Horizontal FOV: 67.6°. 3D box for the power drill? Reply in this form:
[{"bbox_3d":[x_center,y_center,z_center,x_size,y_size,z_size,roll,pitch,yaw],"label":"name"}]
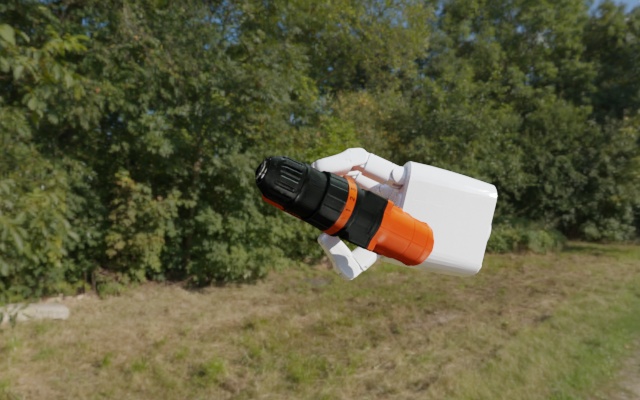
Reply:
[{"bbox_3d":[0.000,0.002,0.491,0.184,0.057,0.187,27,-1,-23],"label":"power drill"}]
